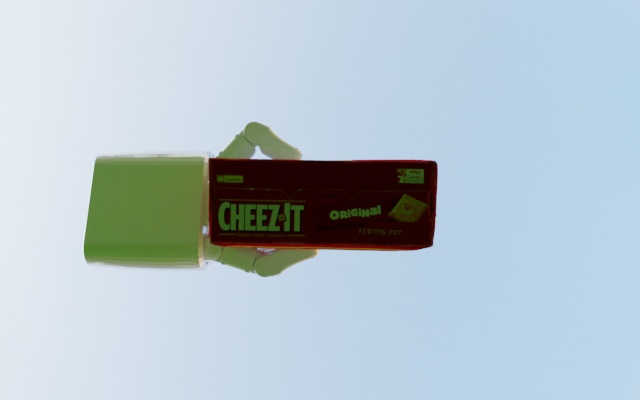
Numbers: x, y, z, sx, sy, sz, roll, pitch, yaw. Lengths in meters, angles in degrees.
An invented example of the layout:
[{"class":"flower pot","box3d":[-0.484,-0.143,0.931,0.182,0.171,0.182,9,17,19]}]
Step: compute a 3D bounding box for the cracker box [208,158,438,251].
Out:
[{"class":"cracker box","box3d":[0.000,0.001,0.441,0.164,0.072,0.213,0,1,-1]}]
